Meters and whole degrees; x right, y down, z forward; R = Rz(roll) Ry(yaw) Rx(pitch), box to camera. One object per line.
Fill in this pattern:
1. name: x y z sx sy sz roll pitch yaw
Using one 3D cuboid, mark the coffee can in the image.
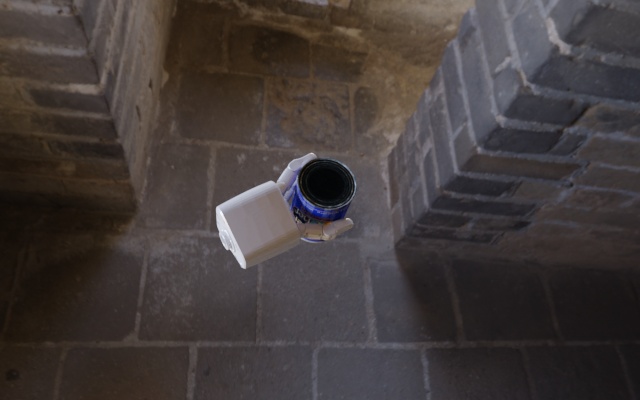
1. coffee can: 0.000 0.003 0.862 0.103 0.102 0.140 0 -28 -11
